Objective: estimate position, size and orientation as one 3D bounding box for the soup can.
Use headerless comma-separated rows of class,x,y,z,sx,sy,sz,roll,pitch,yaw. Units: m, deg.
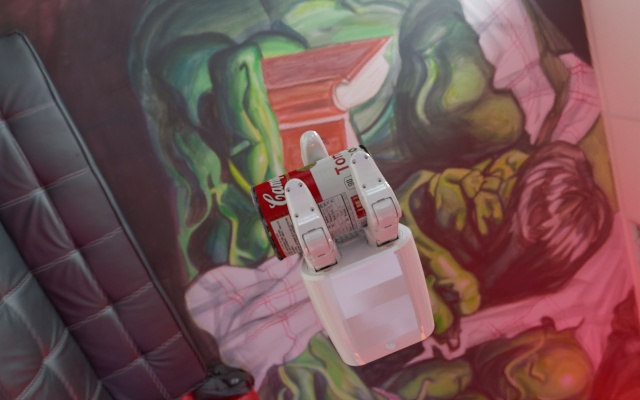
soup can,0.000,0.001,0.406,0.102,0.068,0.068,-22,1,-2
